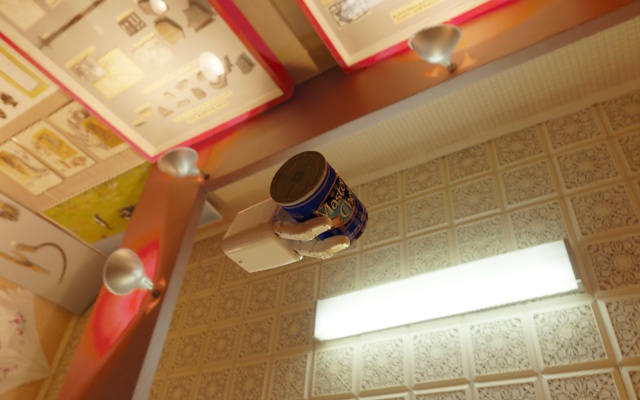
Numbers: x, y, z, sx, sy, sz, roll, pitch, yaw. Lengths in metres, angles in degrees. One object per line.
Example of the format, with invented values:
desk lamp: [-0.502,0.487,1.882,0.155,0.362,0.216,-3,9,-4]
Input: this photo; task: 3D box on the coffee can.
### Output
coffee can: [0.000,0.002,0.774,0.103,0.102,0.140,0,-35,40]
